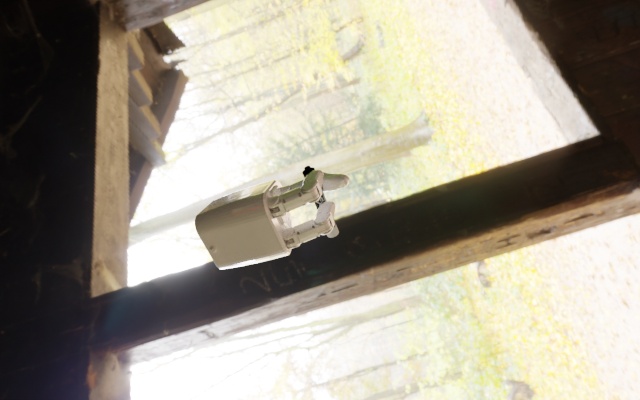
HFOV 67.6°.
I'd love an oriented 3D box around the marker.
[{"bbox_3d":[0.000,0.002,0.699,0.020,0.121,0.020,-16,30,10],"label":"marker"}]
